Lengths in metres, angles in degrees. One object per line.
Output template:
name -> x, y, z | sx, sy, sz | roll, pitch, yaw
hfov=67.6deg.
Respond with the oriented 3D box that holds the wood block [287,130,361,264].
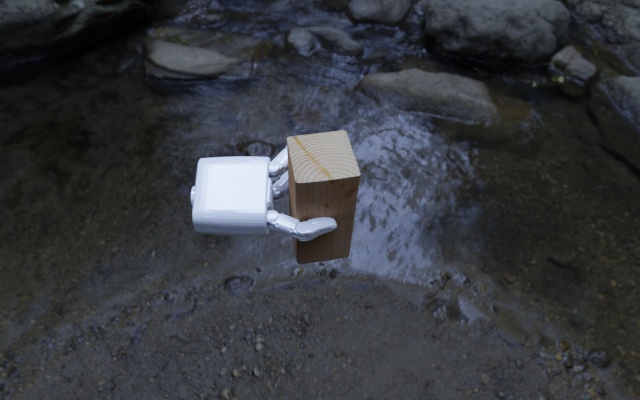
wood block -> 0.000, 0.003, 0.735 | 0.090, 0.090, 0.206 | -8, -38, -8
